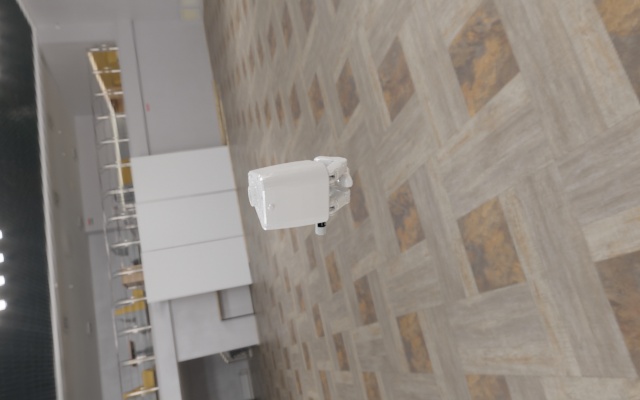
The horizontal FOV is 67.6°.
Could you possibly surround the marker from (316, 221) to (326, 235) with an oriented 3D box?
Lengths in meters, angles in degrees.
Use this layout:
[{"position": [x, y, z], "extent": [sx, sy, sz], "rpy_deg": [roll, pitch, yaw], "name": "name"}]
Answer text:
[{"position": [0.000, 0.003, 0.821], "extent": [0.020, 0.121, 0.020], "rpy_deg": [0, 26, 0], "name": "marker"}]
